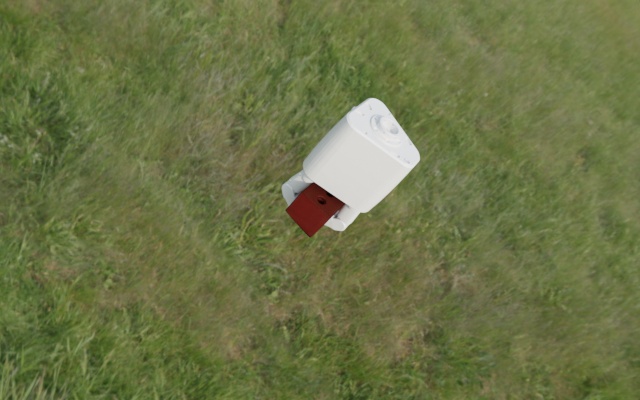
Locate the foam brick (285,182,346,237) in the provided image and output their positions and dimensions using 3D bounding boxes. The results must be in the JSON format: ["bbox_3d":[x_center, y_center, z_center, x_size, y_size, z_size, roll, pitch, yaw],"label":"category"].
[{"bbox_3d":[0.000,0.002,0.663,0.051,0.053,0.078,-45,-2,43],"label":"foam brick"}]
